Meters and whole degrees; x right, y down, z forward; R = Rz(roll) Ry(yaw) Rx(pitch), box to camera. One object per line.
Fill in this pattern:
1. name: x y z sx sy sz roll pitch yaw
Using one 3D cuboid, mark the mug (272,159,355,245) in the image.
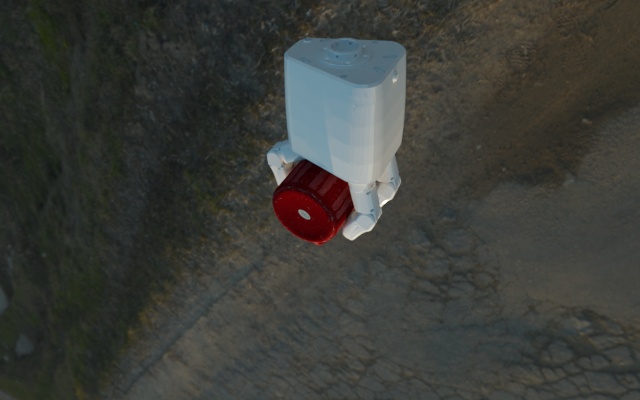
1. mug: 0.000 0.003 0.545 0.093 0.117 0.081 18 46 23
